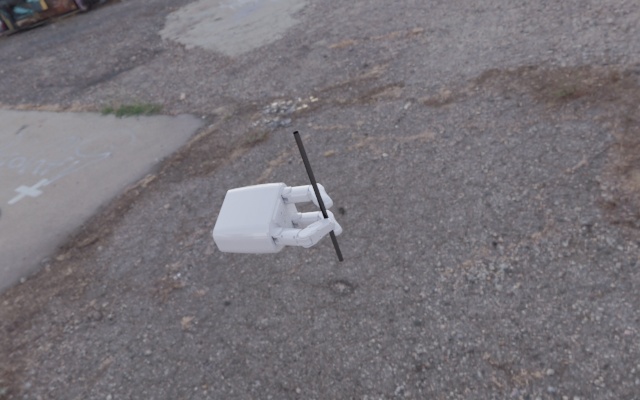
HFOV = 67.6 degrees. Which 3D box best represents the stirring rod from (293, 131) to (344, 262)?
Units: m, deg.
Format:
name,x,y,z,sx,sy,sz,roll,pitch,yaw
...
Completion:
name,x,y,z,sx,sy,sz,roll,pitch,yaw
stirring rod,0.000,0.002,0.718,0.011,0.240,0.011,-14,33,9
